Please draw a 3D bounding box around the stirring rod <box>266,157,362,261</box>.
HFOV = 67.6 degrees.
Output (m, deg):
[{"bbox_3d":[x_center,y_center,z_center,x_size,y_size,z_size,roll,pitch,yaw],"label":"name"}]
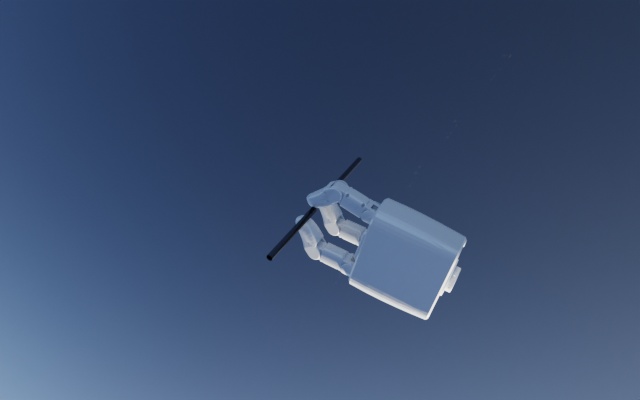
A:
[{"bbox_3d":[0.000,0.002,0.620,0.011,0.011,0.239,0,31,34],"label":"stirring rod"}]
